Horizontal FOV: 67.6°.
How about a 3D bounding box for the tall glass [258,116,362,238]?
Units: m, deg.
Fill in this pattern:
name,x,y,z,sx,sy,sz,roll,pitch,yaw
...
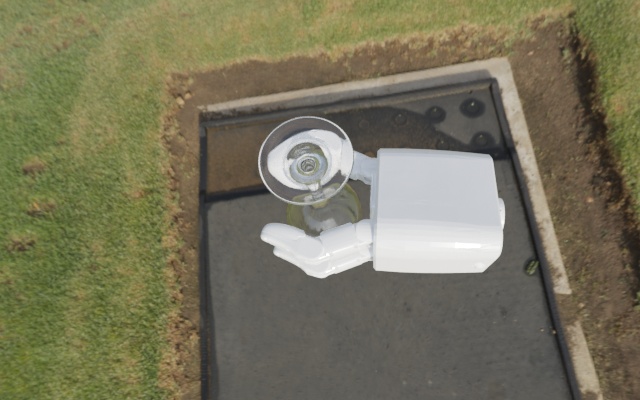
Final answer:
name,x,y,z,sx,sy,sz,roll,pitch,yaw
tall glass,0.000,0.001,0.457,0.079,0.079,0.201,0,-20,7
